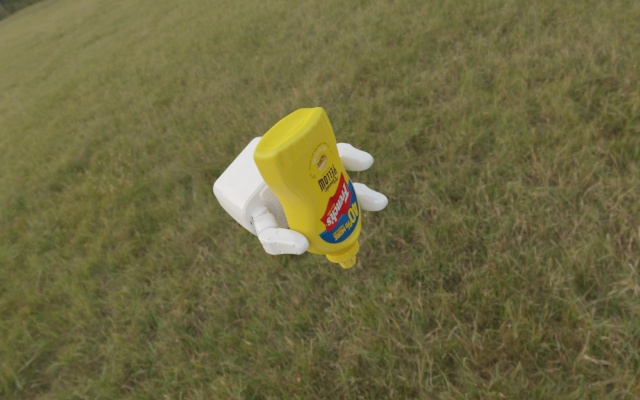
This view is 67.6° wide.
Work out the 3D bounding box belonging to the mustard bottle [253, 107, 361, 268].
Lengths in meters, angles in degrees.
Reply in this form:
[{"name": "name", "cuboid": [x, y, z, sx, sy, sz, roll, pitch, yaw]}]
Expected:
[{"name": "mustard bottle", "cuboid": [0.000, 0.002, 0.529, 0.058, 0.192, 0.096, 3, 40, 37]}]
